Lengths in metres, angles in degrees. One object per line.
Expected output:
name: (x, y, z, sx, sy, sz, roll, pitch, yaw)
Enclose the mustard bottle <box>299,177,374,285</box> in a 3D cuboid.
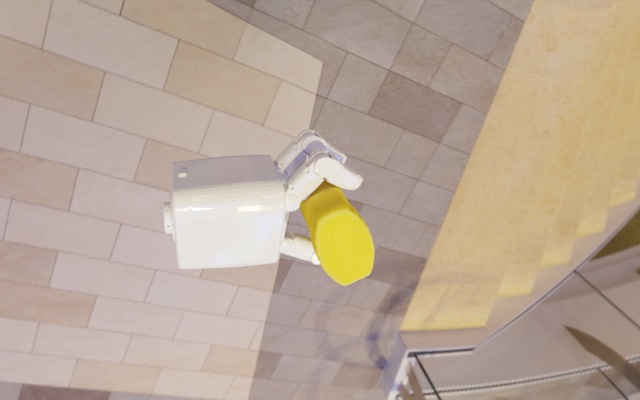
mustard bottle: (0.000, 0.002, 0.540, 0.058, 0.096, 0.191, -25, 34, -2)
